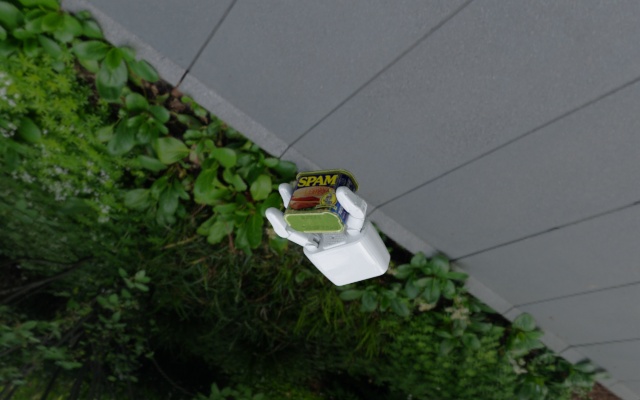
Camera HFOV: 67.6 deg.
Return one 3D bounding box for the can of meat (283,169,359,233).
[{"bbox_3d":[0.000,0.003,0.743,0.102,0.084,0.057,-3,-39,29],"label":"can of meat"}]
